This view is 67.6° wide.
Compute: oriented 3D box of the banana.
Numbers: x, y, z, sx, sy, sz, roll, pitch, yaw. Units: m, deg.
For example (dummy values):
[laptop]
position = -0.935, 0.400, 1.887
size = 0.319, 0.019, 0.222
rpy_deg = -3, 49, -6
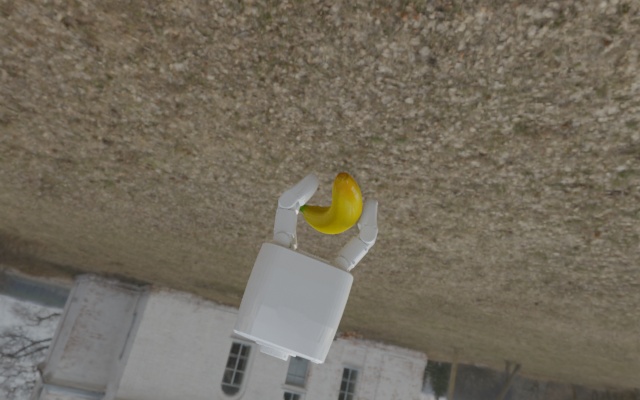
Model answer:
[banana]
position = 0.015, 0.012, 0.604
size = 0.069, 0.037, 0.198
rpy_deg = 31, -19, -12
